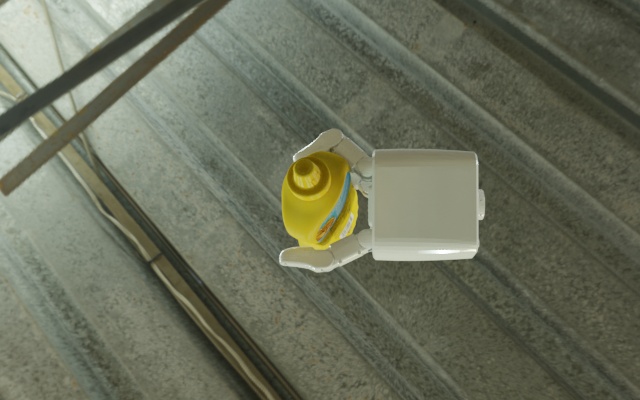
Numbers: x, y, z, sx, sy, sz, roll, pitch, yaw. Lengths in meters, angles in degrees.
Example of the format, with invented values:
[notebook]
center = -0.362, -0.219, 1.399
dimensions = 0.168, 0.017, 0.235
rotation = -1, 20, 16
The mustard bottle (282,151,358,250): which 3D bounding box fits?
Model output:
[mustard bottle]
center = 0.000, 0.002, 0.509
dimensions = 0.058, 0.096, 0.192
rotation = 25, -13, 16
